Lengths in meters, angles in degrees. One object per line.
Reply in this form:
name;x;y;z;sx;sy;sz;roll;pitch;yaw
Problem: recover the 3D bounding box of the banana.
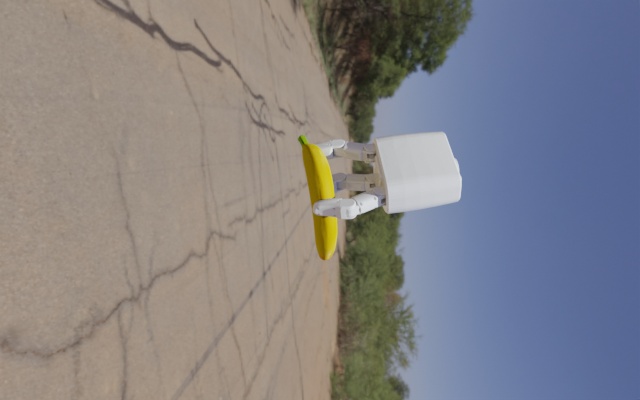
banana;0.002;0.003;0.702;0.037;0.198;0.069;-10;13;-6
